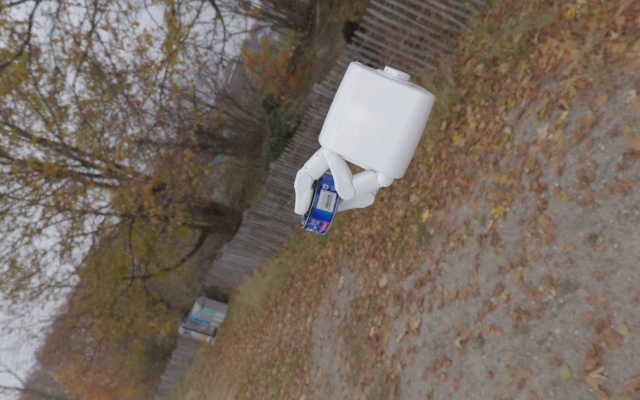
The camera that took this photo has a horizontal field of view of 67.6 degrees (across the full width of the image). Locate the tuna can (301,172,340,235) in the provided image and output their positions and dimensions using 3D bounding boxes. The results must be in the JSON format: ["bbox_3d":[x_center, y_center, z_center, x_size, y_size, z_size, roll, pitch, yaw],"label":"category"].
[{"bbox_3d":[0.000,0.002,0.658,0.034,0.086,0.086,15,-3,-10],"label":"tuna can"}]
